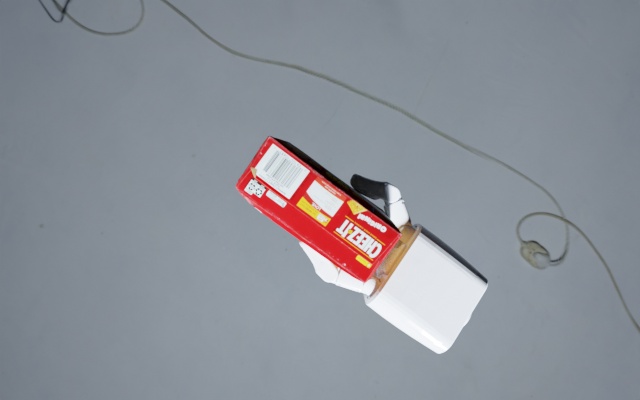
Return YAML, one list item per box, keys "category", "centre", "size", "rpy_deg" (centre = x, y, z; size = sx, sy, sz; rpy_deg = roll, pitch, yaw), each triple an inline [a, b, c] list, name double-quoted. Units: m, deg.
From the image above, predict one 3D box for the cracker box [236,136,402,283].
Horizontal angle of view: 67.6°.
- category: "cracker box"
  centre: [0.000, 0.002, 0.566]
  size: [0.164, 0.072, 0.213]
  rpy_deg: [36, 5, -2]
